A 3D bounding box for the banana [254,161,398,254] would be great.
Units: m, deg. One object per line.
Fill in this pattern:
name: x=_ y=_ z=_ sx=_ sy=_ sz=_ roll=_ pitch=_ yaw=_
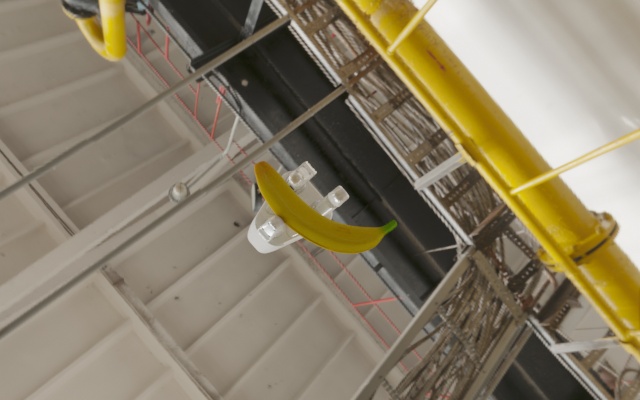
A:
banana: x=-0.004 y=0.020 z=0.607 sx=0.198 sy=0.069 sz=0.037 roll=25 pitch=-16 yaw=-8
